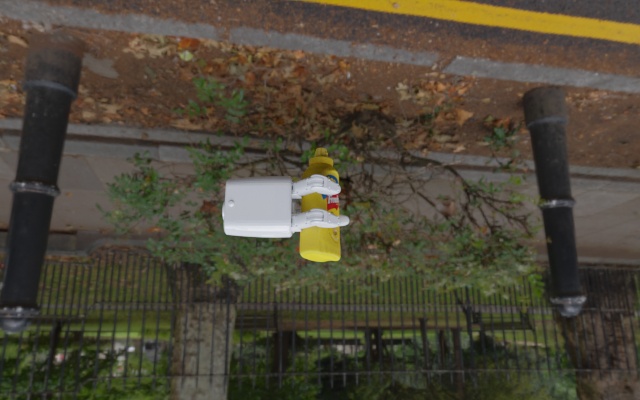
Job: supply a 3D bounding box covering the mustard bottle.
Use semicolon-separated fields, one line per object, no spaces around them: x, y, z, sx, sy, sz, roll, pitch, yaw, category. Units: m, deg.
0.000;0.003;0.805;0.058;0.191;0.096;-7;-18;24;mustard bottle
